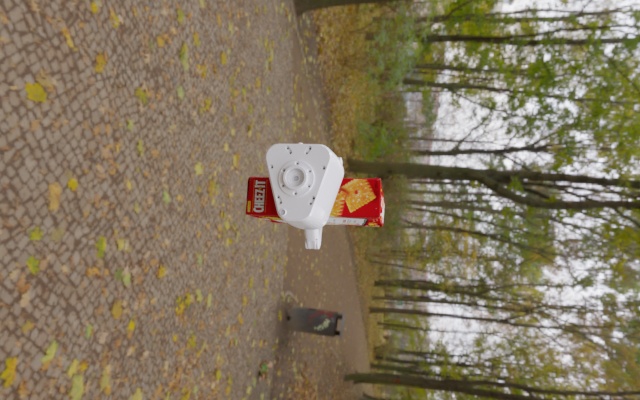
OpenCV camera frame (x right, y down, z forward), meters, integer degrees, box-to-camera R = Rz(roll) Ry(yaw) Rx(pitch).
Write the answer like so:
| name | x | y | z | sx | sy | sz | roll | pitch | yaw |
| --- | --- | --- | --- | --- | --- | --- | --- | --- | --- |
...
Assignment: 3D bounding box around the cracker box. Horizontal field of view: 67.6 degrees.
| name | x | y | z | sx | sy | sz | roll | pitch | yaw |
| --- | --- | --- | --- | --- | --- | --- | --- | --- | --- |
| cracker box | 0.000 | 0.003 | 0.819 | 0.213 | 0.072 | 0.164 | 2 | -7 | 10 |
